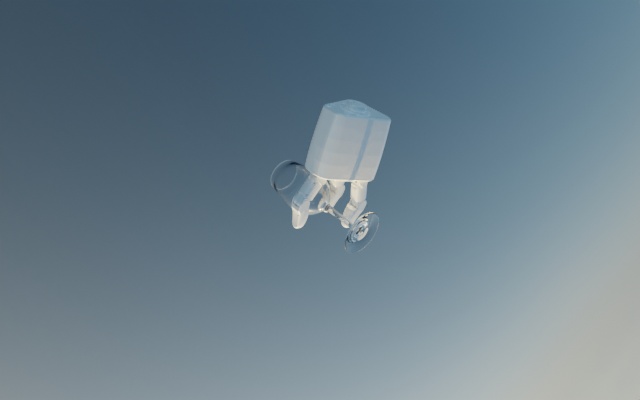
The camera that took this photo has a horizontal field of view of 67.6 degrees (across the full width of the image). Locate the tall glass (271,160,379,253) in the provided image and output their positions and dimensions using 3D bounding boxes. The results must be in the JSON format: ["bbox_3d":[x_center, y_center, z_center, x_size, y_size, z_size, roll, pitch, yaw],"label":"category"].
[{"bbox_3d":[0.000,0.003,0.801,0.079,0.079,0.201,0,29,-49],"label":"tall glass"}]
